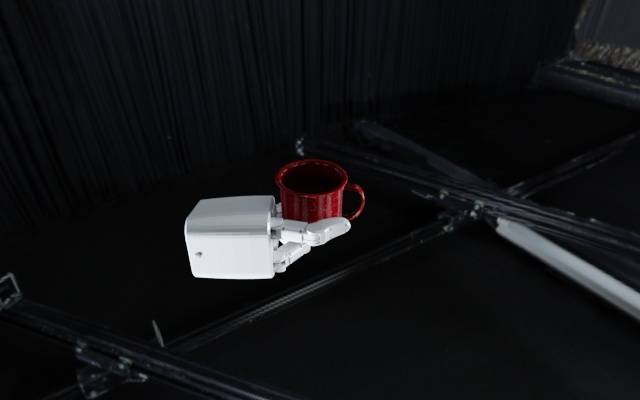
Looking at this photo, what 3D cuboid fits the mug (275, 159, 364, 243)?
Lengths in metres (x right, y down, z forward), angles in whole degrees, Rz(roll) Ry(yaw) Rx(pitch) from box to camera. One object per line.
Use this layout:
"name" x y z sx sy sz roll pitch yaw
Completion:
"mug" 0.002 0.002 0.639 0.117 0.082 0.093 -1 34 -2
